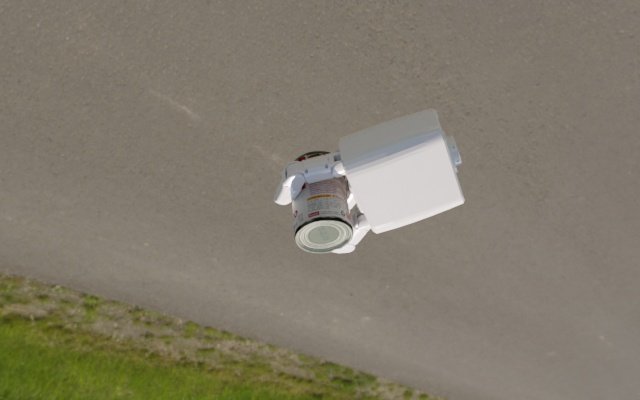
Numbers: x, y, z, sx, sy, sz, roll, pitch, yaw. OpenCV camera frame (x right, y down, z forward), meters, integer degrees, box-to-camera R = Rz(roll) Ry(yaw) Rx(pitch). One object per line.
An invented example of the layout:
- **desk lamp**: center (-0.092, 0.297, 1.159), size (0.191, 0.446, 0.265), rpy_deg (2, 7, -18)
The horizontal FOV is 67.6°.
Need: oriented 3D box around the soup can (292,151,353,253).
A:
- **soup can**: center (0.000, 0.002, 0.558), size (0.068, 0.102, 0.069), rpy_deg (-4, -39, -3)
